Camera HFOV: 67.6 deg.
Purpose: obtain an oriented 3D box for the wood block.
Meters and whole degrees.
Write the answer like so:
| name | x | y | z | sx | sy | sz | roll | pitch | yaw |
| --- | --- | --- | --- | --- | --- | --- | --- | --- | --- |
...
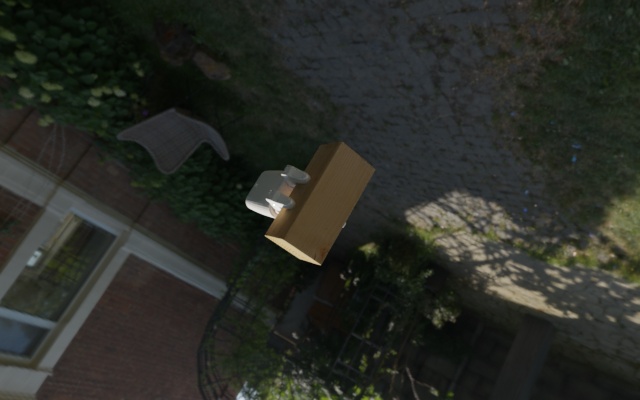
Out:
| name | x | y | z | sx | sy | sz | roll | pitch | yaw |
| --- | --- | --- | --- | --- | --- | --- | --- | --- | --- |
| wood block | 0.000 | 0.003 | 0.880 | 0.091 | 0.206 | 0.090 | 37 | -15 | -24 |
